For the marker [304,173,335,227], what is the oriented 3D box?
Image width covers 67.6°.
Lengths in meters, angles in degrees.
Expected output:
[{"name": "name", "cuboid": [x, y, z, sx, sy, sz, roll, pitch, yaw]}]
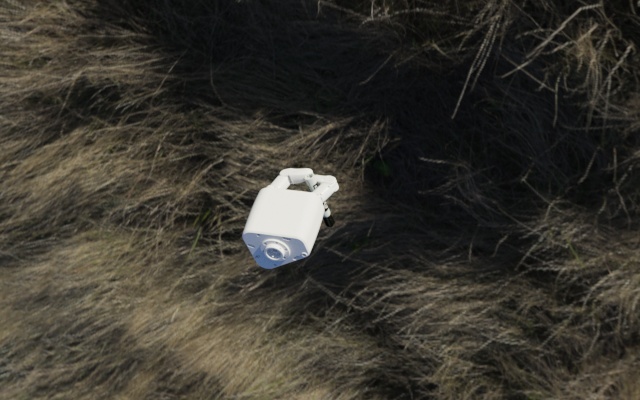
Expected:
[{"name": "marker", "cuboid": [0.000, 0.003, 0.869, 0.020, 0.121, 0.020, -15, 36, 12]}]
